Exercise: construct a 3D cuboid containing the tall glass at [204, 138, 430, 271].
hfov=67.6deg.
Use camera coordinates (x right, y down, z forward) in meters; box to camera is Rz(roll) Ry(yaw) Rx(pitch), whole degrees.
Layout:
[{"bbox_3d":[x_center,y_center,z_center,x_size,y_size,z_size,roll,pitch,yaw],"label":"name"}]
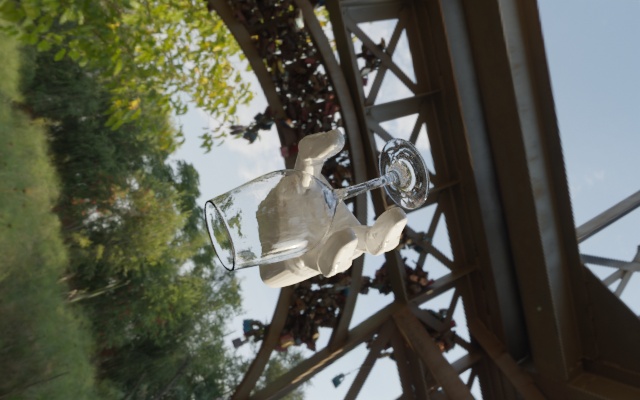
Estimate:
[{"bbox_3d":[0.001,0.001,0.437,0.201,0.079,0.079,-18,9,-28],"label":"tall glass"}]
